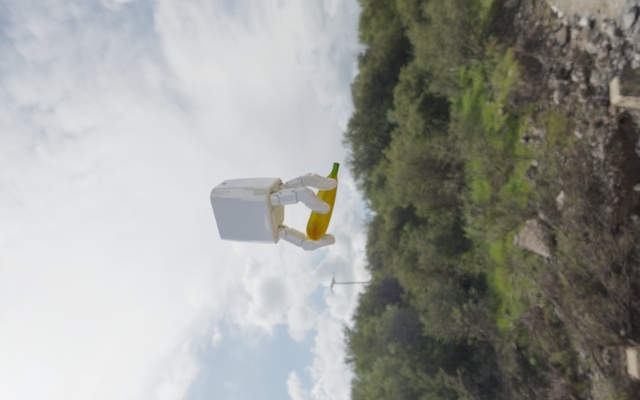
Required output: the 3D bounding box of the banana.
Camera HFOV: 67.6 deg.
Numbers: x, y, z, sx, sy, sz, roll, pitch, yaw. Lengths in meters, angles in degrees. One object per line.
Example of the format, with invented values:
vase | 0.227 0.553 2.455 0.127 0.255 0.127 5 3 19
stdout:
banana | 0.001 0.014 0.850 0.037 0.070 0.197 6 42 9
